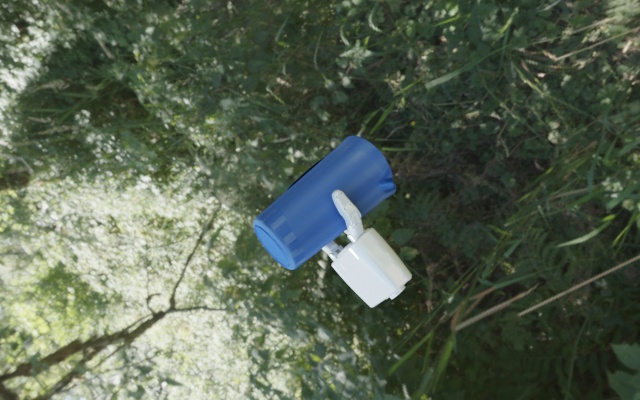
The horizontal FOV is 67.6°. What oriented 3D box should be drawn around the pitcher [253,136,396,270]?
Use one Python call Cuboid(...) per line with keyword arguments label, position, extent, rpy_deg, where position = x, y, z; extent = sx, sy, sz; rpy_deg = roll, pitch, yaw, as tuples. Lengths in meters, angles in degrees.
Cuboid(label="pitcher", position=(0.000, 0.003, 0.839), extent=(0.242, 0.145, 0.149), rpy_deg=(-39, -7, -20))
